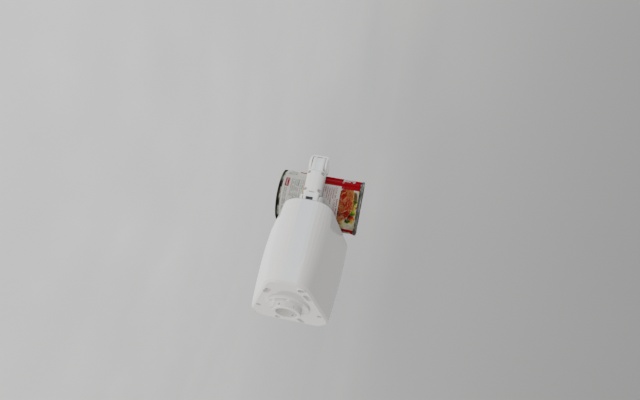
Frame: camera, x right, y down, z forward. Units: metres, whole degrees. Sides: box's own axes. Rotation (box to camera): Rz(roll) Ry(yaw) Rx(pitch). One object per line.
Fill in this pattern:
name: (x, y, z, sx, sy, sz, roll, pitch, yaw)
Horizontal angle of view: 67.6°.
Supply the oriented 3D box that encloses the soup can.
soup can: (0.000, 0.001, 0.601, 0.102, 0.068, 0.068, 10, 1, 6)
